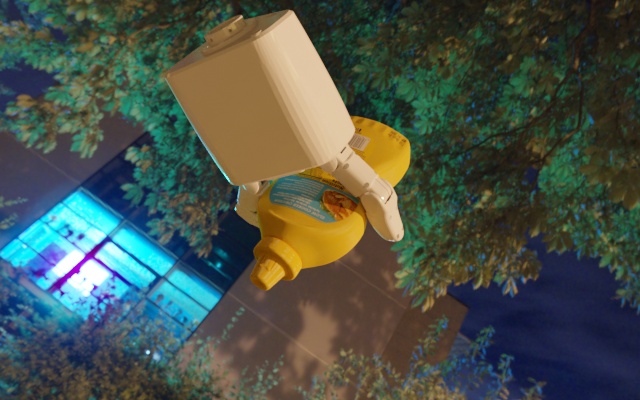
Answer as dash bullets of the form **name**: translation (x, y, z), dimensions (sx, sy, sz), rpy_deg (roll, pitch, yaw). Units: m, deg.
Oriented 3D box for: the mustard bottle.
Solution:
- **mustard bottle**: translation (0.000, 0.001, 0.426), dimensions (0.096, 0.058, 0.191), rpy_deg (21, 53, 24)
